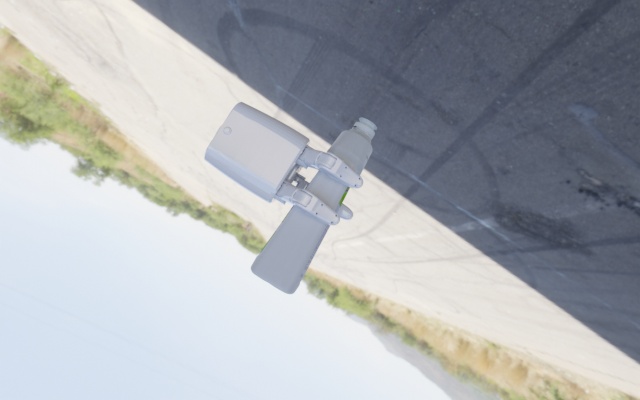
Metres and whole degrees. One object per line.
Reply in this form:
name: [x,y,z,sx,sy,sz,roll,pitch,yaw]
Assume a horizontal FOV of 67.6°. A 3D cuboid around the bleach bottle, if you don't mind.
bleach bottle: [0.000,0.002,0.643,0.068,0.251,0.102,31,-8,2]
